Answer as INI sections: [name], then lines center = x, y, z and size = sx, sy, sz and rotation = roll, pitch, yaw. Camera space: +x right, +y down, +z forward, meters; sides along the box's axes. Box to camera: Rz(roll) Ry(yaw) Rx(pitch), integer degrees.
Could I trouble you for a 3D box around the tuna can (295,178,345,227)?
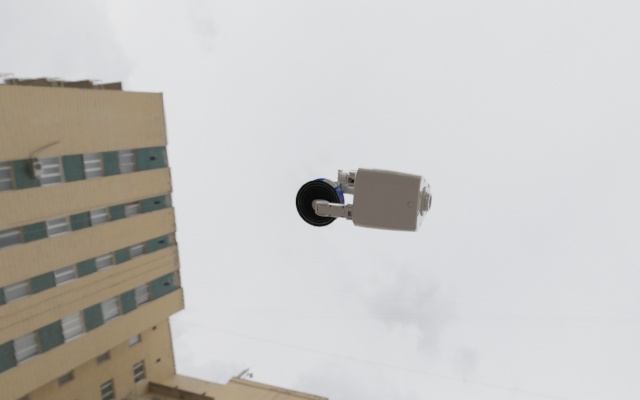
[tuna can]
center = 0.000, 0.003, 0.864
size = 0.086, 0.086, 0.033
rotation = 0, 11, 21
